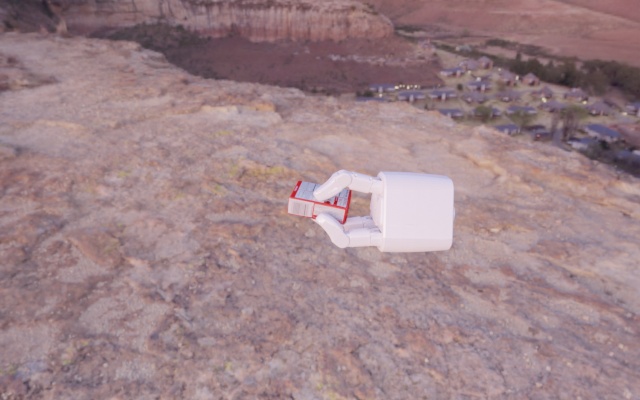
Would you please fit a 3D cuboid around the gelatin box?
[{"bbox_3d":[0.000,0.002,0.723,0.089,0.030,0.073,11,24,3],"label":"gelatin box"}]
